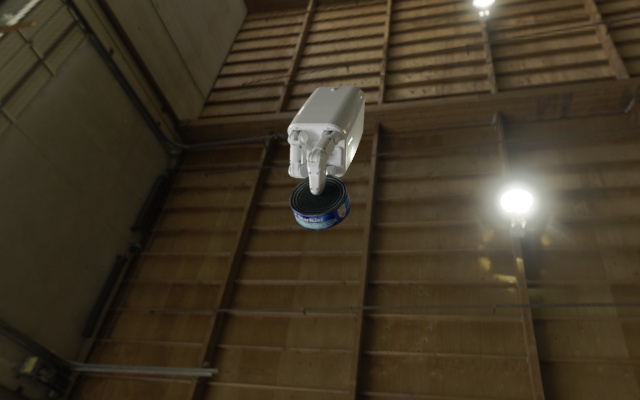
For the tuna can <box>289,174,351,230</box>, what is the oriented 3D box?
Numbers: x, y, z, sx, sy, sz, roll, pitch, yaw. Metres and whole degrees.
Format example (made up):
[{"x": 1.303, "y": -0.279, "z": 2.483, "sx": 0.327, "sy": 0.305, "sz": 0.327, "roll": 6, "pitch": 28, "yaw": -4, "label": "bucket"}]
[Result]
[{"x": 0.000, "y": 0.003, "z": 0.696, "sx": 0.086, "sy": 0.034, "sz": 0.086, "roll": -10, "pitch": 42, "yaw": 9, "label": "tuna can"}]
